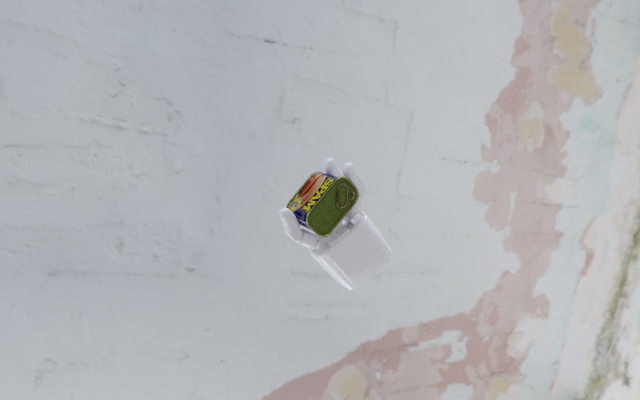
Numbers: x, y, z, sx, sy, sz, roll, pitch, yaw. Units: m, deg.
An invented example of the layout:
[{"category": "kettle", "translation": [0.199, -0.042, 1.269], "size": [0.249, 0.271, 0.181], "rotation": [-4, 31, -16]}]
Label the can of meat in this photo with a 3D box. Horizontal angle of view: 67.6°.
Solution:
[{"category": "can of meat", "translation": [0.000, 0.003, 0.792], "size": [0.057, 0.102, 0.084], "rotation": [47, -14, -30]}]
